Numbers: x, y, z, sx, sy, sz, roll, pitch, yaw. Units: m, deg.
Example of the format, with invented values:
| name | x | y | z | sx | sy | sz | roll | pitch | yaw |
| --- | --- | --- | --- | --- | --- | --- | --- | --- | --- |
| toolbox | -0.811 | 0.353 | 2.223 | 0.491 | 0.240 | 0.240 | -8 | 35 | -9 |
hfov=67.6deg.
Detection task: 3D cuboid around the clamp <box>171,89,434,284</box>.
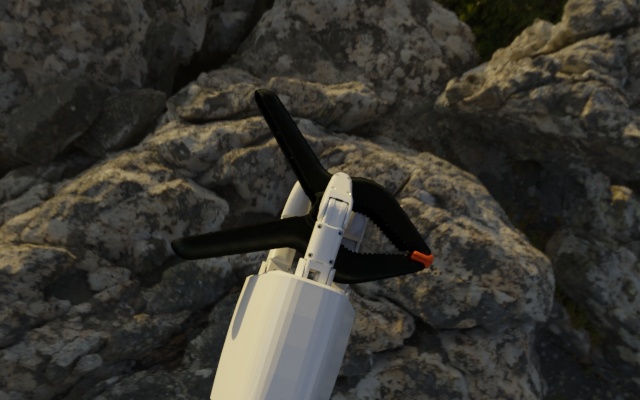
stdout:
| name | x | y | z | sx | sy | sz | roll | pitch | yaw |
| --- | --- | --- | --- | --- | --- | --- | --- | --- | --- |
| clamp | 0.001 | 0.002 | 0.411 | 0.210 | 0.164 | 0.036 | 19 | -15 | -3 |
